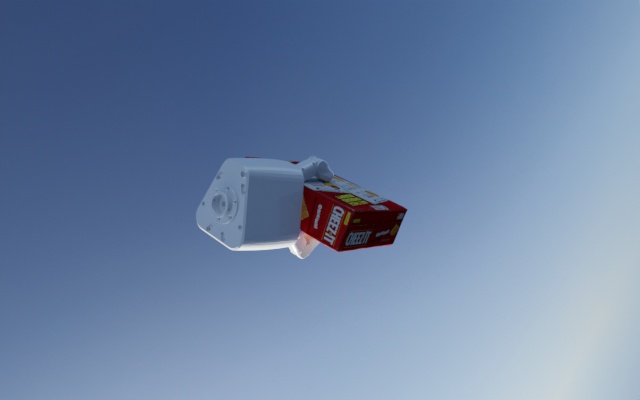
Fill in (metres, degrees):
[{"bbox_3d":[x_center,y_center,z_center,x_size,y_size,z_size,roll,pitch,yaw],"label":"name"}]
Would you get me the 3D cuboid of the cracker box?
[{"bbox_3d":[0.000,0.002,0.741,0.213,0.072,0.164,28,16,32],"label":"cracker box"}]
